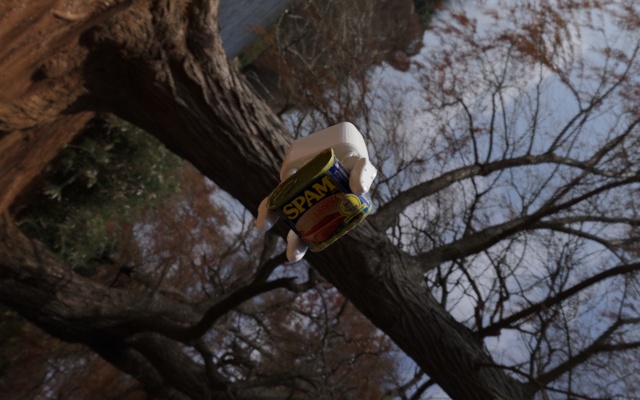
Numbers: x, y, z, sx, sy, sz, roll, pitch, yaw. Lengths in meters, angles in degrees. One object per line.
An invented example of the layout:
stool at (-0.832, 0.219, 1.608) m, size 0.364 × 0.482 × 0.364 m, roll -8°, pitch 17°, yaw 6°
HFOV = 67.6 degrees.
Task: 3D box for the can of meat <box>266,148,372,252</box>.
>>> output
can of meat at (0.000, 0.002, 0.580) m, size 0.102 × 0.084 × 0.057 m, roll -36°, pitch 20°, yaw 15°
